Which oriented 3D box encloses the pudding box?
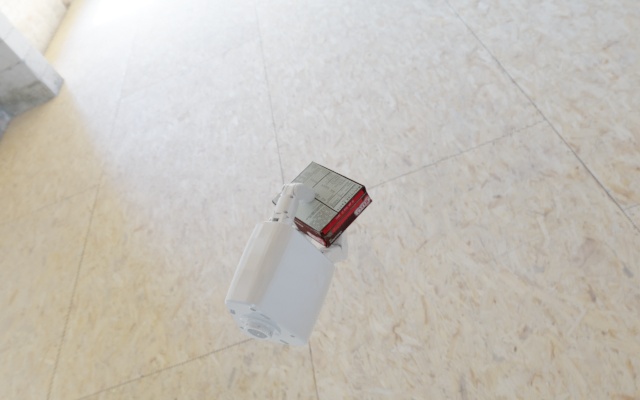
[{"bbox_3d":[0.000,0.002,0.650,0.113,0.090,0.039,31,-21,42],"label":"pudding box"}]
